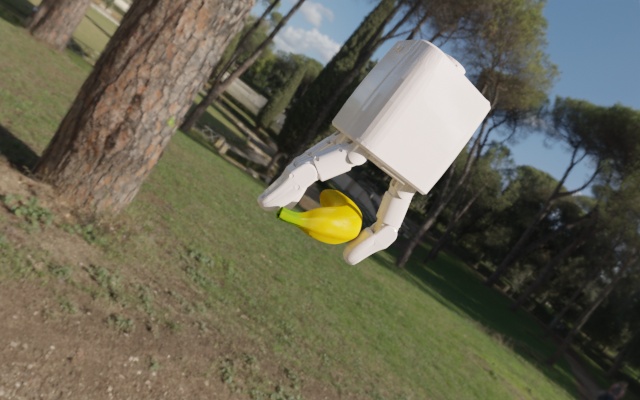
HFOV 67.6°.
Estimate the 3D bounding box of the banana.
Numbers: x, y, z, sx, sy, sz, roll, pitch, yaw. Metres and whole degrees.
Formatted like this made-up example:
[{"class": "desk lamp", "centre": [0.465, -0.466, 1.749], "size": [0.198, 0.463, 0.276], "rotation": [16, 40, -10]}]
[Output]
[{"class": "banana", "centre": [0.014, 0.013, 0.508], "size": [0.069, 0.037, 0.198], "rotation": [38, 10, 7]}]
